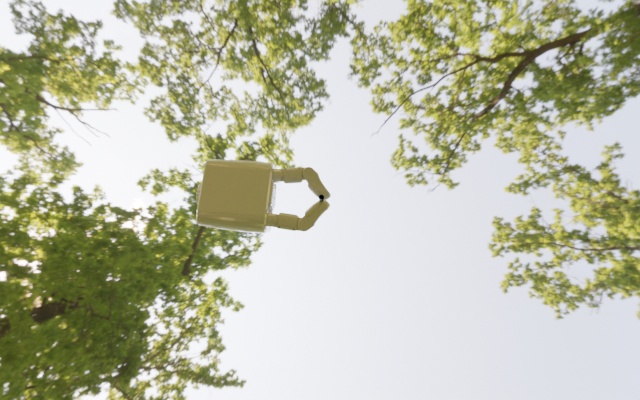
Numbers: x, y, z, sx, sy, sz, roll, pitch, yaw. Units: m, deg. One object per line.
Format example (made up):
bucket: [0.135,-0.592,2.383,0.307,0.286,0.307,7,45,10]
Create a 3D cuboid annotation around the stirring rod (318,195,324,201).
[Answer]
stirring rod: [0.000,0.003,0.806,0.011,0.011,0.239,0,-3,-1]
